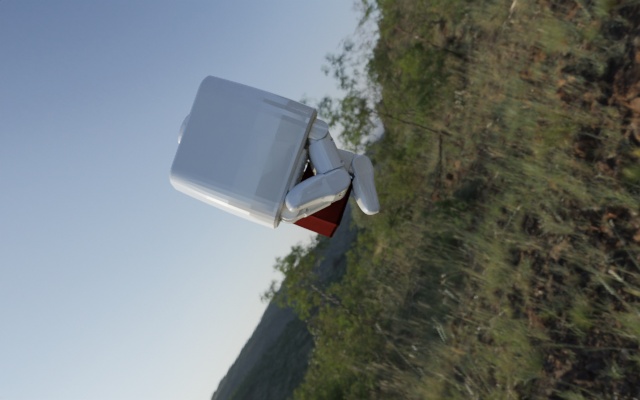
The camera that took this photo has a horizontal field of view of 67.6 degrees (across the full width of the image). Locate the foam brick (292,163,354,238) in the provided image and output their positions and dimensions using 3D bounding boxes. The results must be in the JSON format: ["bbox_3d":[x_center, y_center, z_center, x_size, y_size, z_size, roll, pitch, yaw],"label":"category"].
[{"bbox_3d":[0.000,0.002,0.508,0.051,0.053,0.078,19,-15,1],"label":"foam brick"}]
